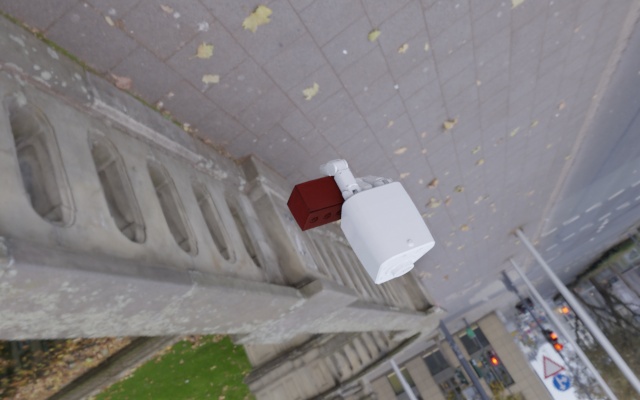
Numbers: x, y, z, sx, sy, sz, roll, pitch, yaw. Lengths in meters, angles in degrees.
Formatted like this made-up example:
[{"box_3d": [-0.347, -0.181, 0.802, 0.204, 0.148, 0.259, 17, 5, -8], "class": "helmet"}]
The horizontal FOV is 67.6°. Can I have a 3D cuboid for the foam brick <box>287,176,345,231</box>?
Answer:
[{"box_3d": [0.000, 0.002, 0.699, 0.078, 0.051, 0.053, -16, -26, -26], "class": "foam brick"}]
